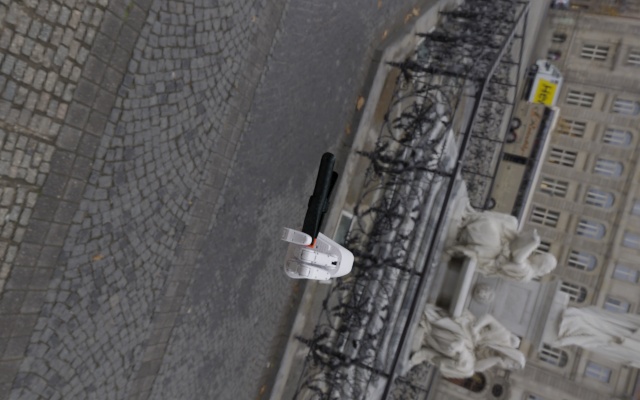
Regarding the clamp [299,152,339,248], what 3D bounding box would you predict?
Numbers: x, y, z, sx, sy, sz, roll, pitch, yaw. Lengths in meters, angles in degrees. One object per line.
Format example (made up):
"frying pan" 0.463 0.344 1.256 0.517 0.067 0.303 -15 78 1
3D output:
"clamp" 0.001 0.003 0.885 0.039 0.171 0.120 17 -3 15
